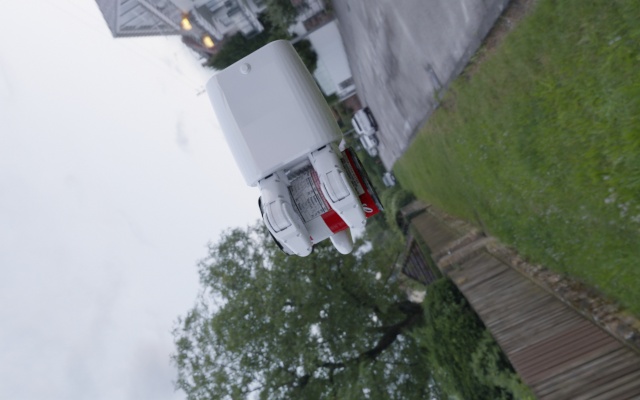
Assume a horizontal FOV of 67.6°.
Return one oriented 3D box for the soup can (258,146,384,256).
[{"bbox_3d":[0.000,0.002,0.458,0.102,0.068,0.068,-27,-4,8],"label":"soup can"}]
